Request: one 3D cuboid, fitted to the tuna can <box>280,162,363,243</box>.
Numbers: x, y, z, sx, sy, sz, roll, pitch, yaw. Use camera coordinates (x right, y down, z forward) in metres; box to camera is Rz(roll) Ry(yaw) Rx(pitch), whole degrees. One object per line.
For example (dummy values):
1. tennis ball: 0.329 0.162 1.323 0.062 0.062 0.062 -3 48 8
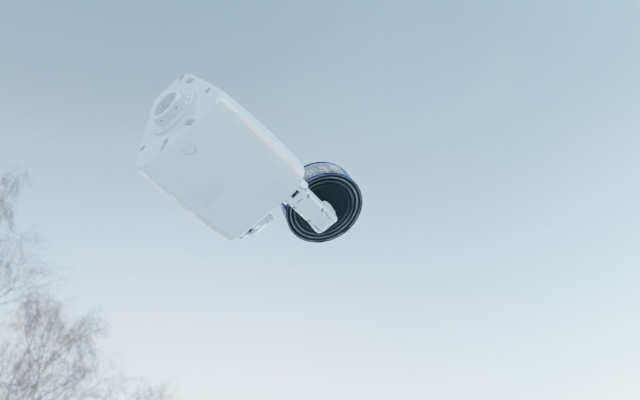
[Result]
1. tuna can: 0.000 0.001 0.519 0.086 0.086 0.033 0 31 -22
